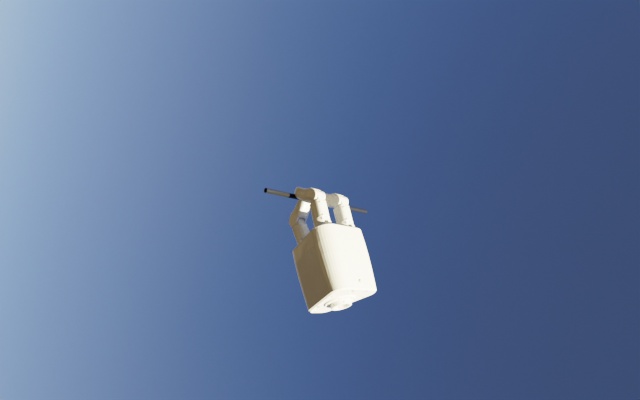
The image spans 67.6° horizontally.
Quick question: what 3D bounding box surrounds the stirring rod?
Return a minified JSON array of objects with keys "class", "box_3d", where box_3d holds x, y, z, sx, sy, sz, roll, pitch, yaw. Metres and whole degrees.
[{"class":"stirring rod","box_3d":[0.000,0.003,0.825,0.239,0.011,0.011,12,-9,-43]}]
